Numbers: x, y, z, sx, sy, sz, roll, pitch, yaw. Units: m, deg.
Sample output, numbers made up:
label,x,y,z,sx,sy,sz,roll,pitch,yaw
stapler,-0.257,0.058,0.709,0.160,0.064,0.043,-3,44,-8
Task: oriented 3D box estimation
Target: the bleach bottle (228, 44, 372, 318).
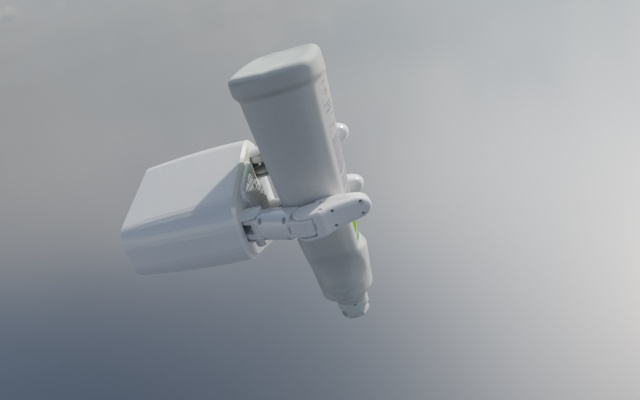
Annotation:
label,x,y,z,sx,sy,sz,roll,pitch,yaw
bleach bottle,0.000,0.001,0.415,0.068,0.251,0.102,-12,24,12
